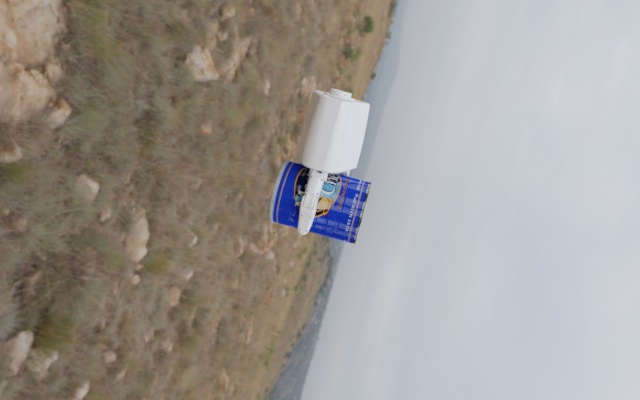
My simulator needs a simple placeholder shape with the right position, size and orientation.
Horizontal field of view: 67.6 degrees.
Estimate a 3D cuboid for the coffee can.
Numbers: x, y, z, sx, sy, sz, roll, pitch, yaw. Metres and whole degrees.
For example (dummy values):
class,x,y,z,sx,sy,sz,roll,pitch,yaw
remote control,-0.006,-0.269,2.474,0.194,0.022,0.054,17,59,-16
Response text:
class,x,y,z,sx,sy,sz,roll,pitch,yaw
coffee can,0.000,0.003,0.758,0.140,0.103,0.103,15,1,5
